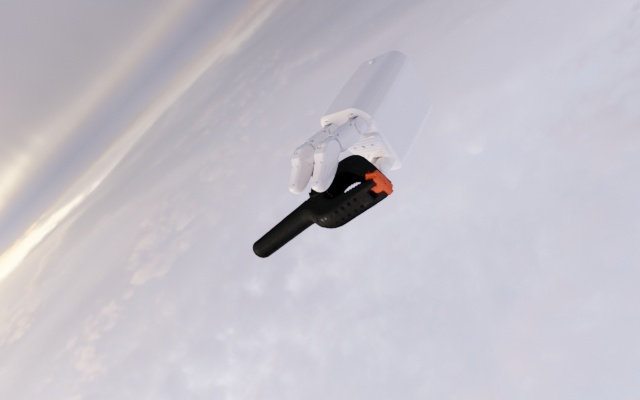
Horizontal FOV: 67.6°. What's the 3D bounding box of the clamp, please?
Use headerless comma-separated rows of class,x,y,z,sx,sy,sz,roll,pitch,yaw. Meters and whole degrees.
clamp,0.001,0.002,0.566,0.036,0.164,0.210,38,-20,-26
